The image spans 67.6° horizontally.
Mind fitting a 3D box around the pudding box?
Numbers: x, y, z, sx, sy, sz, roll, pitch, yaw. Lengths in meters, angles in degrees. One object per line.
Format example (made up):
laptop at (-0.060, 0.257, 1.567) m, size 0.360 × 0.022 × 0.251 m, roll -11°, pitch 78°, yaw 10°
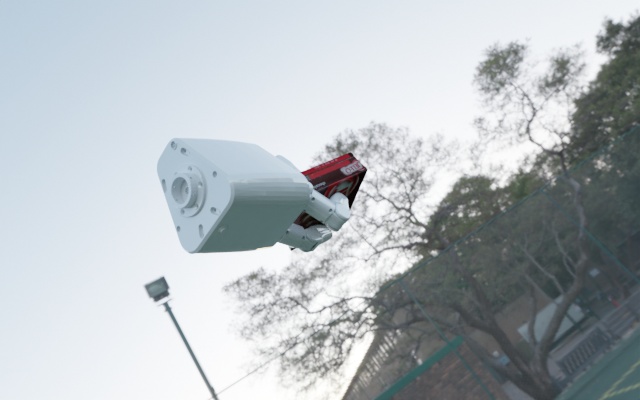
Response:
pudding box at (0.000, 0.002, 0.581) m, size 0.090 × 0.039 × 0.114 m, roll -23°, pitch -27°, yaw -31°
